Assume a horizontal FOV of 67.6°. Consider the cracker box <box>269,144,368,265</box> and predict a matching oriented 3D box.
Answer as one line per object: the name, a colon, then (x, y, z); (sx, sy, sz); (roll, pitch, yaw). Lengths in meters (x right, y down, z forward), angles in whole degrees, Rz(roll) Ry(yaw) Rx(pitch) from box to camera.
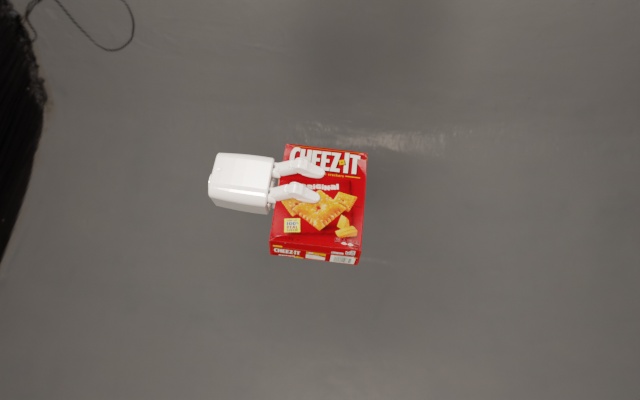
cracker box: (0.000, 0.003, 0.893); (0.164, 0.213, 0.072); (7, -30, 0)
